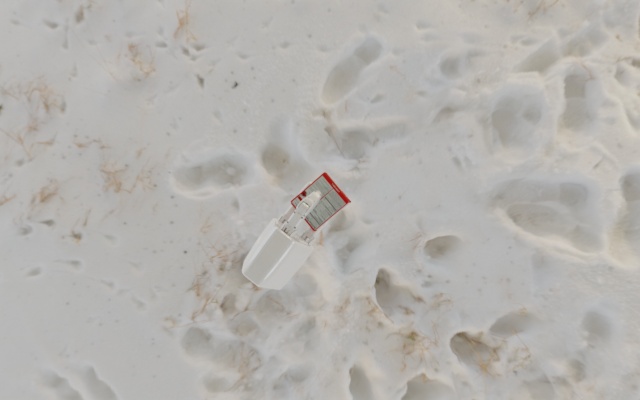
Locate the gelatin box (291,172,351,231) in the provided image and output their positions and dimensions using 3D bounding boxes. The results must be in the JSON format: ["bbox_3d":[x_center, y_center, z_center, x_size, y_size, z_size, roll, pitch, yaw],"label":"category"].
[{"bbox_3d":[0.000,0.003,0.890,0.089,0.073,0.030,-41,-8,8],"label":"gelatin box"}]
